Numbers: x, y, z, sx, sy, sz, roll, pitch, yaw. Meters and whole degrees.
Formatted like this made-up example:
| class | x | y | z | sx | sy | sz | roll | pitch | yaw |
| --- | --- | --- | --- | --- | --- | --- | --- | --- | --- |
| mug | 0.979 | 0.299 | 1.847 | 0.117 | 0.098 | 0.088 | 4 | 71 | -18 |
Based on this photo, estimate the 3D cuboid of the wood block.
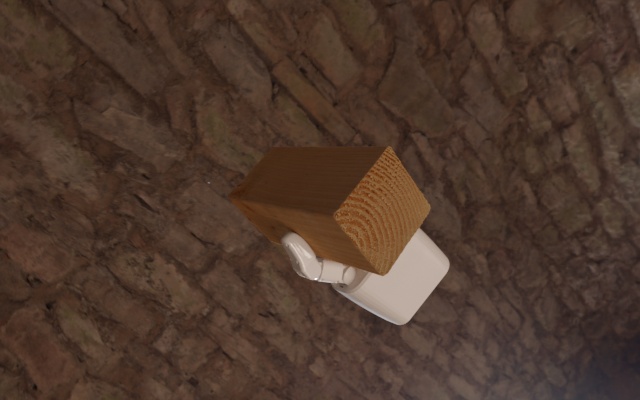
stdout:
| class | x | y | z | sx | sy | sz | roll | pitch | yaw |
| --- | --- | --- | --- | --- | --- | --- | --- | --- | --- |
| wood block | 0.000 | 0.002 | 0.519 | 0.206 | 0.090 | 0.090 | 8 | -36 | 53 |
